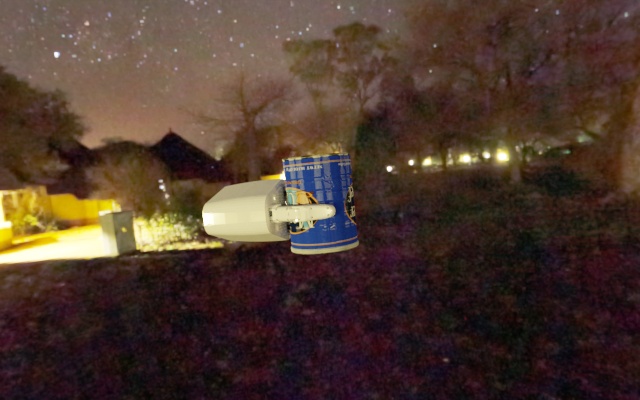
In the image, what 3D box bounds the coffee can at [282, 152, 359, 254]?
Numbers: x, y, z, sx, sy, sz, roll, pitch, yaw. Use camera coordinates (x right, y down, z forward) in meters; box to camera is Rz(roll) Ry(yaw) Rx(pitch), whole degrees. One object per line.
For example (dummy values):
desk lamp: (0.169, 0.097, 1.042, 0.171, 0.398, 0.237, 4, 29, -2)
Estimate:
coffee can: (0.000, 0.003, 0.720, 0.103, 0.140, 0.103, -6, 4, 0)
